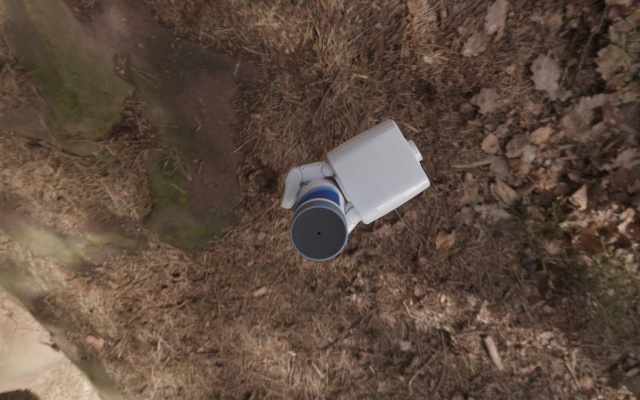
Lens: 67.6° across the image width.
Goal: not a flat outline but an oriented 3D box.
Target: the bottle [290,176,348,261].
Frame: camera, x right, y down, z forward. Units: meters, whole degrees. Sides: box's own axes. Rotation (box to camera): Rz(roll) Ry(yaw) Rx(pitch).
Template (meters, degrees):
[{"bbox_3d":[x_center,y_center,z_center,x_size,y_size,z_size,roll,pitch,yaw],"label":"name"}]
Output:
[{"bbox_3d":[0.000,0.002,0.682,0.069,0.069,0.295,0,14,1],"label":"bottle"}]
